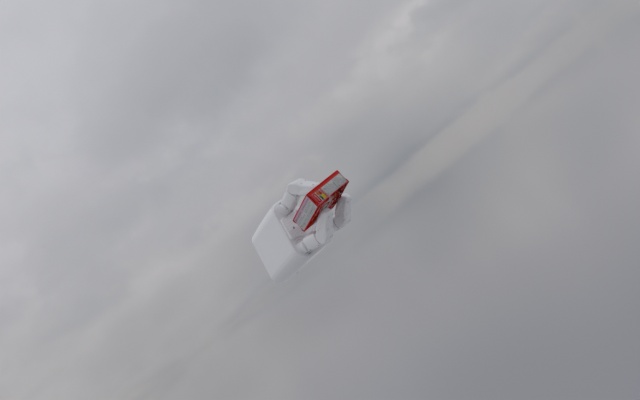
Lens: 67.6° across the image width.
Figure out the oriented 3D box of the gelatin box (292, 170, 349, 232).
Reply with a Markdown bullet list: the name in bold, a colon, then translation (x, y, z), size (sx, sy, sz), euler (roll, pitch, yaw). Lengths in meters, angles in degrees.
- **gelatin box**: translation (0.000, 0.002, 0.747), size (0.073, 0.030, 0.089), euler (-39, -13, -33)
